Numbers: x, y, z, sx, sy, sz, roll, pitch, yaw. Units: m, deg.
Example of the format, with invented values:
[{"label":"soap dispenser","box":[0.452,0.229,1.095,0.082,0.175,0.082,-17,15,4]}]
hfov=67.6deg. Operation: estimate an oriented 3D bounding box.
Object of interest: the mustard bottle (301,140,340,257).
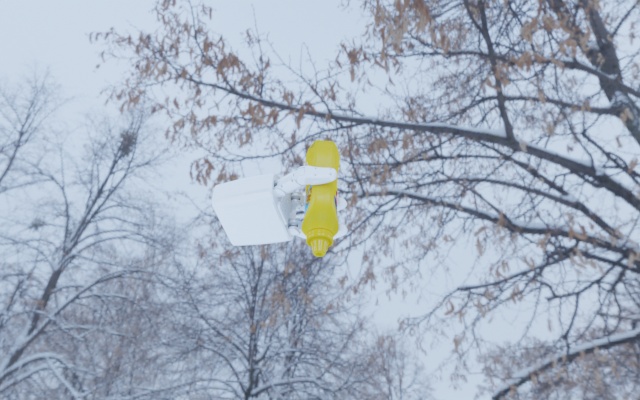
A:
[{"label":"mustard bottle","box":[0.000,0.002,0.760,0.058,0.191,0.096,6,-37,-4]}]
